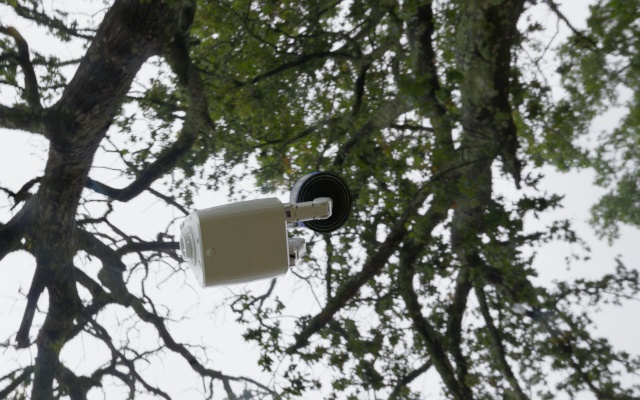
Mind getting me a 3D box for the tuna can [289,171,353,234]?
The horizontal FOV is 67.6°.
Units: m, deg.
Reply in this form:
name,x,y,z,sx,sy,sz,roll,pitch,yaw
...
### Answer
name,x,y,z,sx,sy,sz,roll,pitch,yaw
tuna can,0.000,0.002,0.670,0.086,0.086,0.034,0,3,-25
